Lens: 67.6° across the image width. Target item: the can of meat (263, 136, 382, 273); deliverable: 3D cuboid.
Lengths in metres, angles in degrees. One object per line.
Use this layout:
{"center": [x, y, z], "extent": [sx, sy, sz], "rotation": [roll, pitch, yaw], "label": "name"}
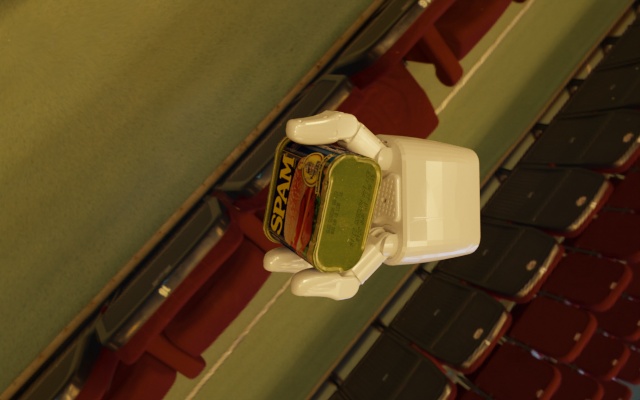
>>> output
{"center": [0.000, 0.001, 0.403], "extent": [0.057, 0.102, 0.084], "rotation": [3, 14, -34], "label": "can of meat"}
